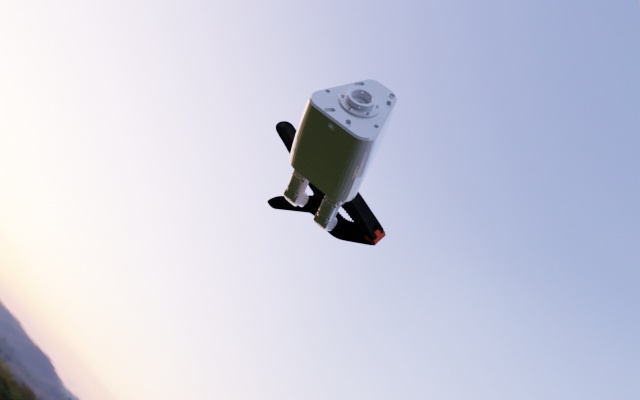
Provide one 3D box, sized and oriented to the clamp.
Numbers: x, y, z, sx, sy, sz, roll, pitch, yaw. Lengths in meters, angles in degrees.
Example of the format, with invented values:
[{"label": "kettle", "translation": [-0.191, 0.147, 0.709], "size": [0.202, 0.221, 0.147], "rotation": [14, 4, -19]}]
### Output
[{"label": "clamp", "translation": [0.001, 0.002, 0.694], "size": [0.210, 0.165, 0.036], "rotation": [40, 51, 17]}]
